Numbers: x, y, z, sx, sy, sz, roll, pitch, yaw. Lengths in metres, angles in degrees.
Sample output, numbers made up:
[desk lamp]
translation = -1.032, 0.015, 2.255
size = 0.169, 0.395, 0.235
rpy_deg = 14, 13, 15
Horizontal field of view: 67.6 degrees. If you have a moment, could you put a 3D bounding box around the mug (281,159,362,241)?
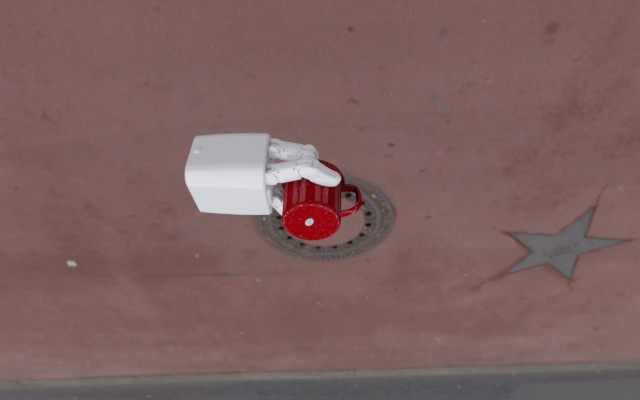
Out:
[mug]
translation = 0.002, 0.002, 0.672
size = 0.117, 0.081, 0.093
rpy_deg = -1, -43, 3
